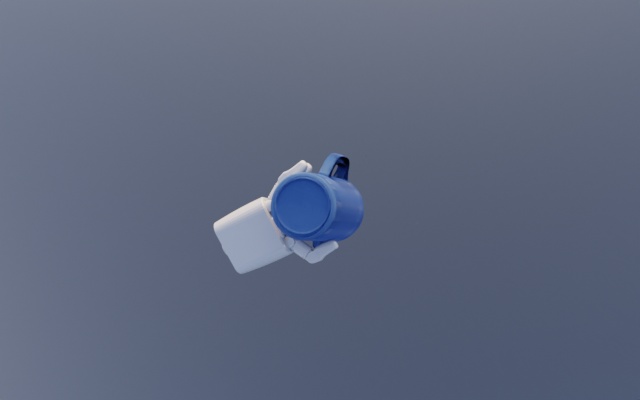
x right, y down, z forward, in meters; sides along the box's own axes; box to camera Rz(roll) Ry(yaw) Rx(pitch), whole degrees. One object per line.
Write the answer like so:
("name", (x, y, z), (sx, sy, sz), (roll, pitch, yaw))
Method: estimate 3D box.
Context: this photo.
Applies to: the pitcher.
("pitcher", (0.000, 0.003, 0.853), (0.145, 0.149, 0.243), (-26, -7, 10))
